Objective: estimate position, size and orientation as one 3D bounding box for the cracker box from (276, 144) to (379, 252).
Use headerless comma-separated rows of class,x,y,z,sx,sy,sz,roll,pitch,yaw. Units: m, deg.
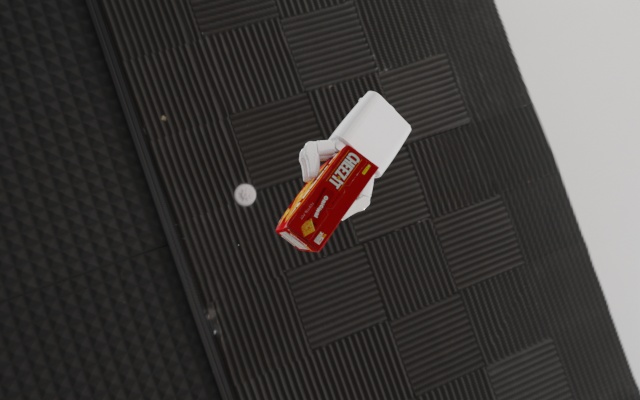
cracker box,0.000,0.003,0.820,0.072,0.164,0.214,37,-10,-5
